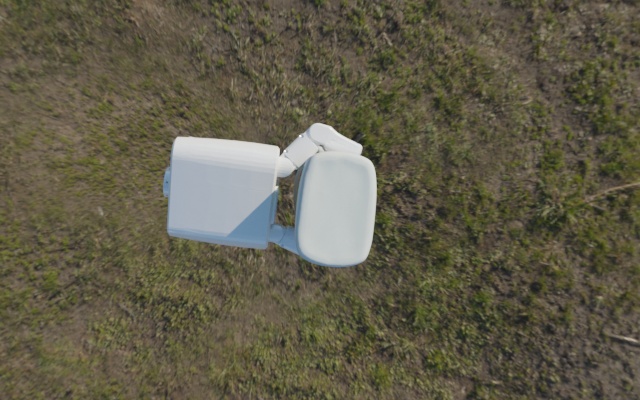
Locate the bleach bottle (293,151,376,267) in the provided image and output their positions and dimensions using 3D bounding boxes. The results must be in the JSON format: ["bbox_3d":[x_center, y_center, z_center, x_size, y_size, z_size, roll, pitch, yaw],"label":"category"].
[{"bbox_3d":[0.000,0.002,0.525,0.068,0.102,0.251,6,1,-7],"label":"bleach bottle"}]
